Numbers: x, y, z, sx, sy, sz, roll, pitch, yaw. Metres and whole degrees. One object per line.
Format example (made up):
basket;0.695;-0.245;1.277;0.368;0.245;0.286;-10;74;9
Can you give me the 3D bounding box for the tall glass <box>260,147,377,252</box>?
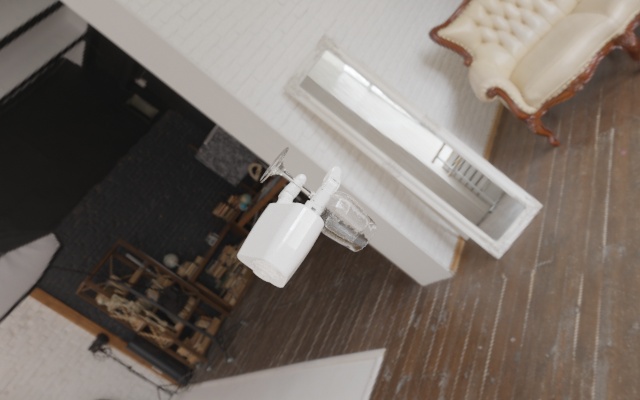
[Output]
tall glass;0.000;0.002;0.794;0.201;0.079;0.079;38;-10;-13
